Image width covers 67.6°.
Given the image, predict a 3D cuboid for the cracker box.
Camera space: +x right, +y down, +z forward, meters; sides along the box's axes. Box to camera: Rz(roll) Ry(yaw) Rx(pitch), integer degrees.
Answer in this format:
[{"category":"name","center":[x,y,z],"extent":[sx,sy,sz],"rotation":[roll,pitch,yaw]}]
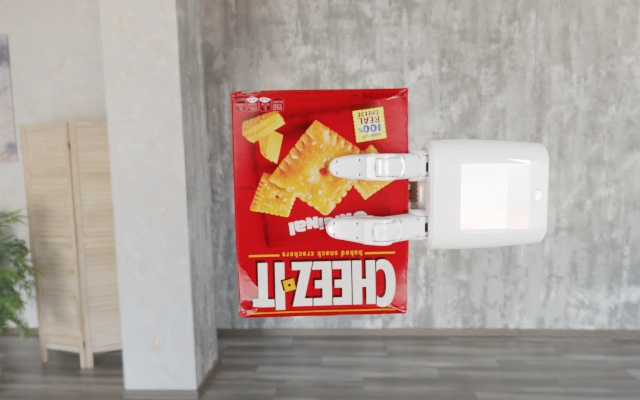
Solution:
[{"category":"cracker box","center":[0.000,0.001,0.466],"extent":[0.164,0.214,0.072],"rotation":[-1,6,-1]}]
